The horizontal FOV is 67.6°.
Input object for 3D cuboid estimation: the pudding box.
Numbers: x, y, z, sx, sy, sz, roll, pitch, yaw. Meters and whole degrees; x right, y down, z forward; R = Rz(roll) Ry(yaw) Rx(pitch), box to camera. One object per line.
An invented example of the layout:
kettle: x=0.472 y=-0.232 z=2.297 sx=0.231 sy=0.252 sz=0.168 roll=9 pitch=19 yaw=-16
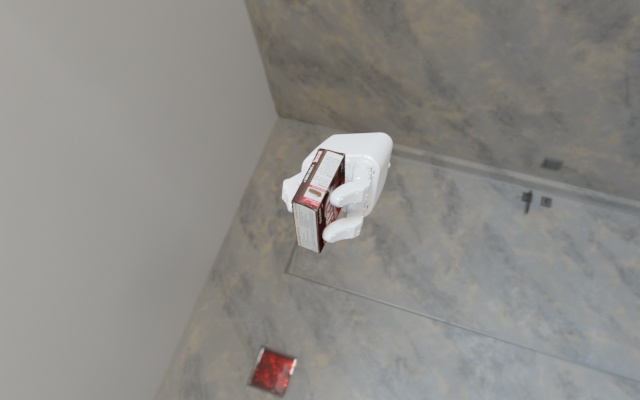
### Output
pudding box: x=0.000 y=0.002 z=0.608 sx=0.039 sy=0.090 sz=0.114 roll=17 pitch=-30 yaw=15
